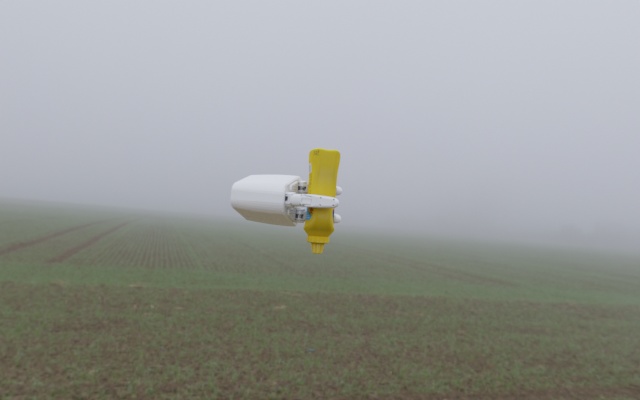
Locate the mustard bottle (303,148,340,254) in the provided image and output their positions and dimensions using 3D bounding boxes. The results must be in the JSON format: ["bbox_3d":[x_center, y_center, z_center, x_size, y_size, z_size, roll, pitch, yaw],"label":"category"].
[{"bbox_3d":[0.001,0.003,0.888,0.058,0.191,0.096,5,-2,-10],"label":"mustard bottle"}]
